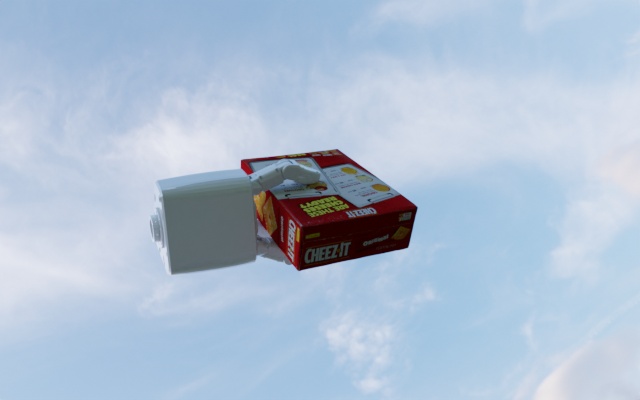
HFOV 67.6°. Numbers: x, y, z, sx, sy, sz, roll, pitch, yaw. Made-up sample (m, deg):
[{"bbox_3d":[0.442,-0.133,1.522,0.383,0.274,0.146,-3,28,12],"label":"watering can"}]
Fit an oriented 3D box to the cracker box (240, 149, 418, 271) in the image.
[{"bbox_3d":[0.000,0.002,0.655,0.164,0.072,0.213,-9,30,-26],"label":"cracker box"}]
